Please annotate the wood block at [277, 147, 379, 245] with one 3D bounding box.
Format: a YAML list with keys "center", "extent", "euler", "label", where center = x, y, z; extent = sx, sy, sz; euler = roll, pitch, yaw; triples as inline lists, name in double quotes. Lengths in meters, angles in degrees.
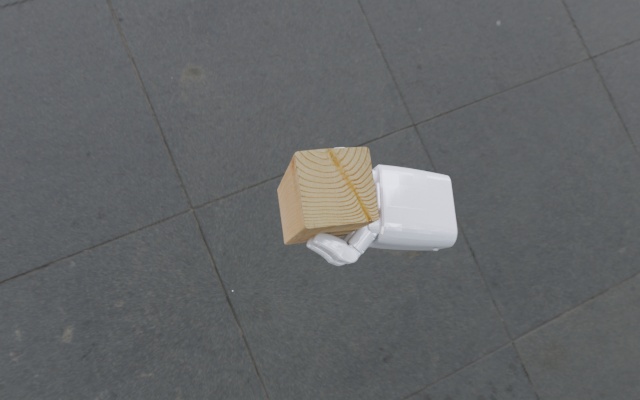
- center: [0.000, 0.002, 0.638]
  extent: [0.090, 0.091, 0.206]
  euler: [-5, -9, -12]
  label: "wood block"
